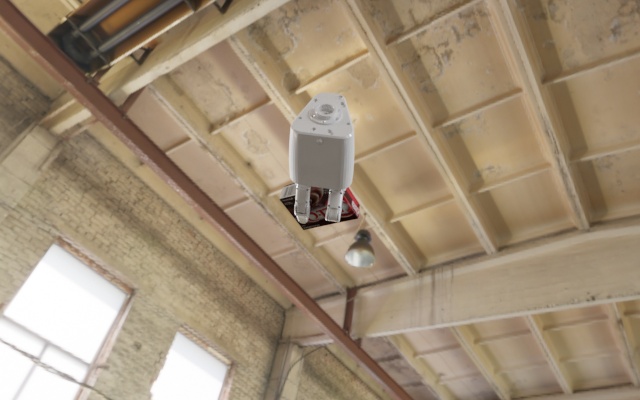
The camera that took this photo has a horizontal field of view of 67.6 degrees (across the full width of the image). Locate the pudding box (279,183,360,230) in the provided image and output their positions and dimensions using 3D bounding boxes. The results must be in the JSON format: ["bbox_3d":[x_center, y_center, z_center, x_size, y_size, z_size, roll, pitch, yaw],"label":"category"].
[{"bbox_3d":[0.000,0.003,0.825,0.113,0.039,0.090,-12,-46,26],"label":"pudding box"}]
